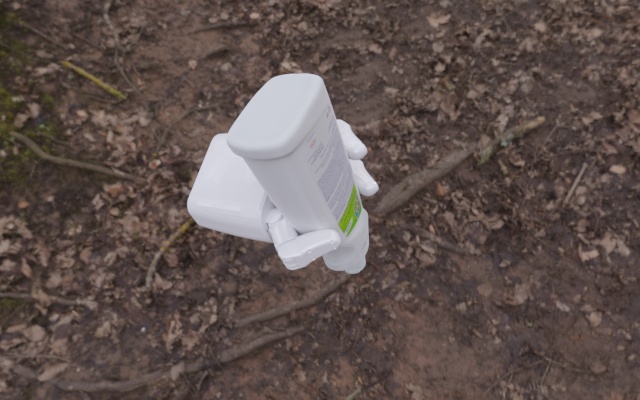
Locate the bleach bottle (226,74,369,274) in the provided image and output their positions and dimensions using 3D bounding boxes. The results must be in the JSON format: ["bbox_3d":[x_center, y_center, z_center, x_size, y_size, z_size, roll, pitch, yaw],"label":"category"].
[{"bbox_3d":[0.000,0.001,0.488,0.068,0.102,0.251,7,-38,29],"label":"bleach bottle"}]
